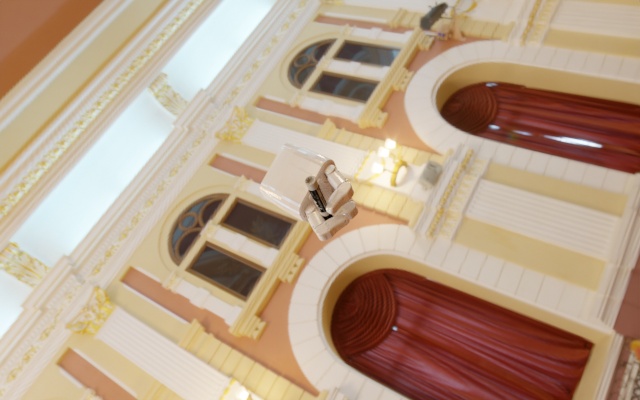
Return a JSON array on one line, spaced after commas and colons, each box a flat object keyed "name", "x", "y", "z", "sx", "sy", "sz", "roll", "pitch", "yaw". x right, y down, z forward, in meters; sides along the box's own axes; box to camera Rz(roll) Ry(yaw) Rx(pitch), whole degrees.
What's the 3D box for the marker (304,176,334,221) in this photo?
[{"name": "marker", "x": 0.000, "y": 0.003, "z": 0.777, "sx": 0.020, "sy": 0.020, "sz": 0.121, "roll": 0, "pitch": -34, "yaw": 19}]
